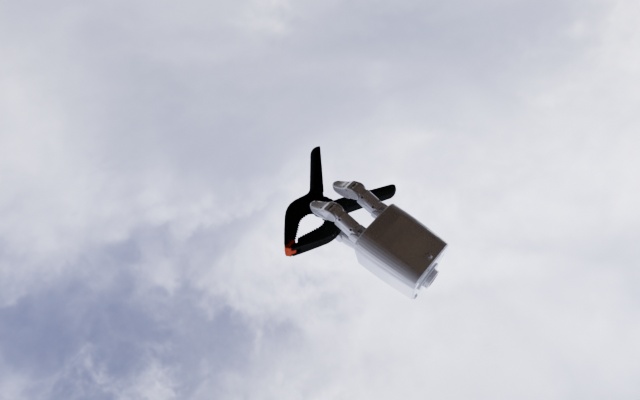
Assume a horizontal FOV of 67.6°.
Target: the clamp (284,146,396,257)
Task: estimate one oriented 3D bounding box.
[{"bbox_3d":[0.000,0.003,0.778,0.164,0.210,0.036,35,-29,22],"label":"clamp"}]
